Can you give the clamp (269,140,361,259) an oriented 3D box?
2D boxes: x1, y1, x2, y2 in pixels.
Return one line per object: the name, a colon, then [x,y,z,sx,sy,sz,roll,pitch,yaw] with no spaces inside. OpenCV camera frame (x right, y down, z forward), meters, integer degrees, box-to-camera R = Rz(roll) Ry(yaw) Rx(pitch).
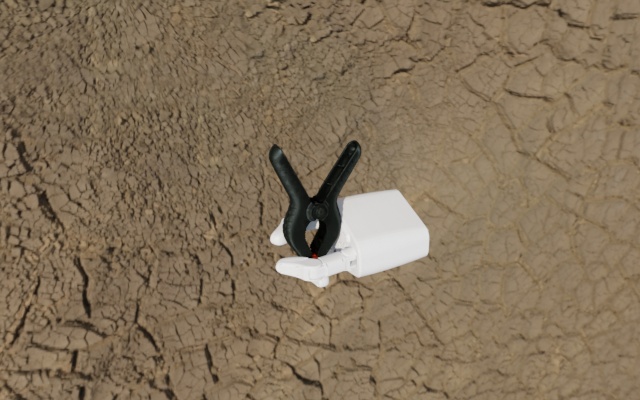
clamp: [0.000,0.002,0.601,0.120,0.171,0.039,-12,27,-17]
